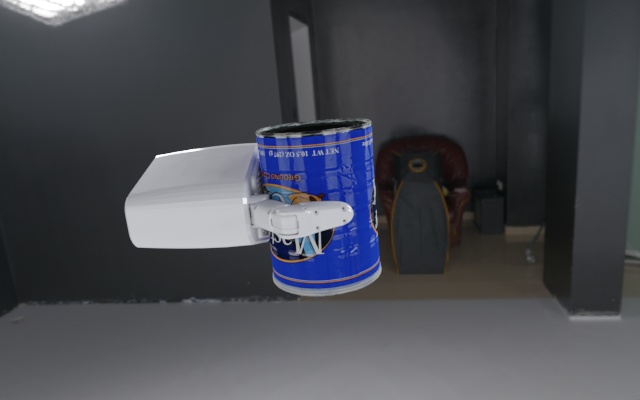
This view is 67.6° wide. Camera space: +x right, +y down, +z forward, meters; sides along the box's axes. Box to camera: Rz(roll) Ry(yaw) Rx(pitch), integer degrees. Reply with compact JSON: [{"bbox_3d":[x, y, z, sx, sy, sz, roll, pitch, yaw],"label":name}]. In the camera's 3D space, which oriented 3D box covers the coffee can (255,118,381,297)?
[{"bbox_3d":[0.000,0.002,0.436,0.103,0.140,0.102,-5,14,1],"label":"coffee can"}]
